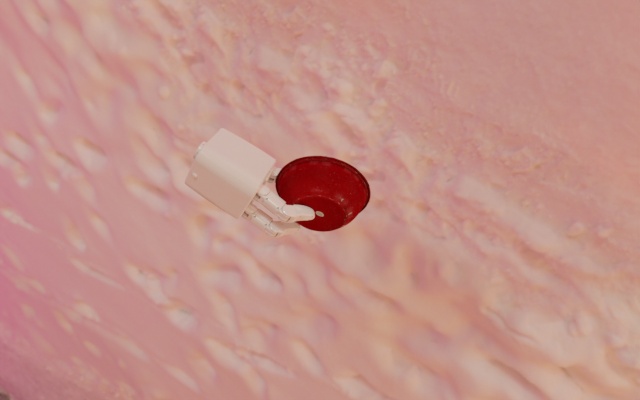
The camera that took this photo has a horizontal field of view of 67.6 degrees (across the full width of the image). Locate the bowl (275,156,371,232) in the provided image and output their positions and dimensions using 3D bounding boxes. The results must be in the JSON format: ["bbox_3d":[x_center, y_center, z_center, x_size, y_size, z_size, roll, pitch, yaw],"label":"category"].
[{"bbox_3d":[0.001,0.003,0.787,0.162,0.055,0.162,6,-41,5],"label":"bowl"}]
